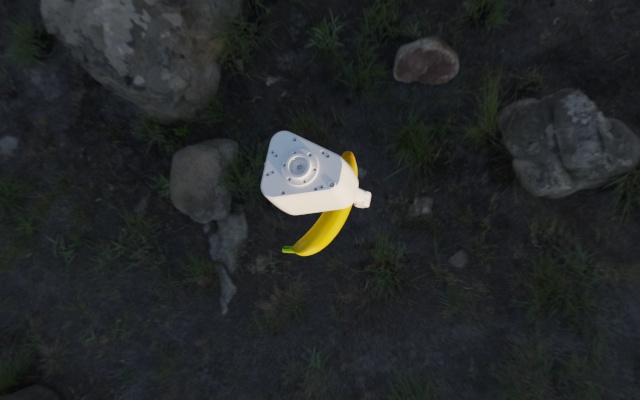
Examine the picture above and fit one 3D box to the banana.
[{"bbox_3d":[0.012,0.015,0.761,0.069,0.198,0.037,34,1,23],"label":"banana"}]
